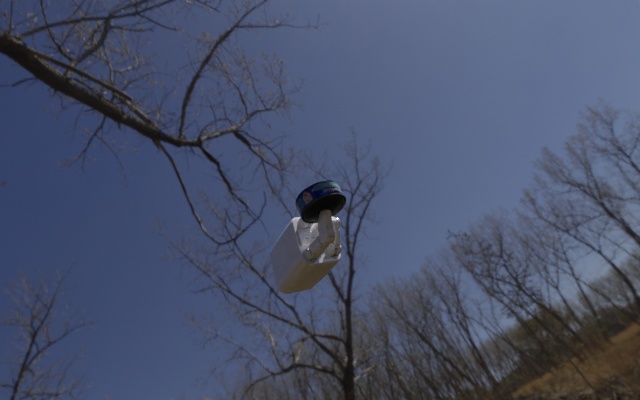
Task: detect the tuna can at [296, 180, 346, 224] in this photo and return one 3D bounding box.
[{"bbox_3d":[0.000,0.002,0.840,0.086,0.033,0.086,-21,-28,-12],"label":"tuna can"}]
